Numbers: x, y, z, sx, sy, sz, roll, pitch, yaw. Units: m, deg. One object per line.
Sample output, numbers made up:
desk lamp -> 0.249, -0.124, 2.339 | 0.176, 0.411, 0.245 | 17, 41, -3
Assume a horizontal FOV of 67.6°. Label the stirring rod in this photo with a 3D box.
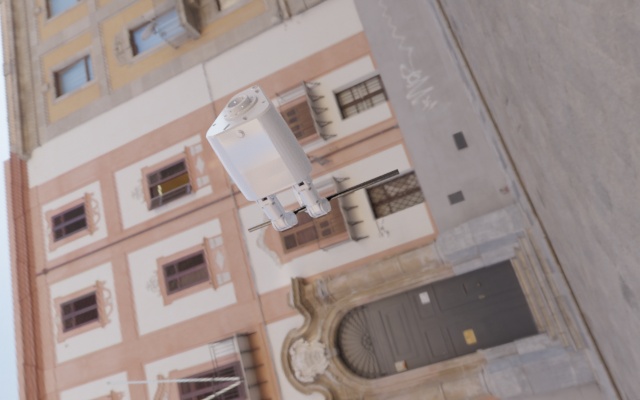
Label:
stirring rod -> 0.000, 0.002, 0.693 | 0.239, 0.011, 0.011 | -21, -6, 15
